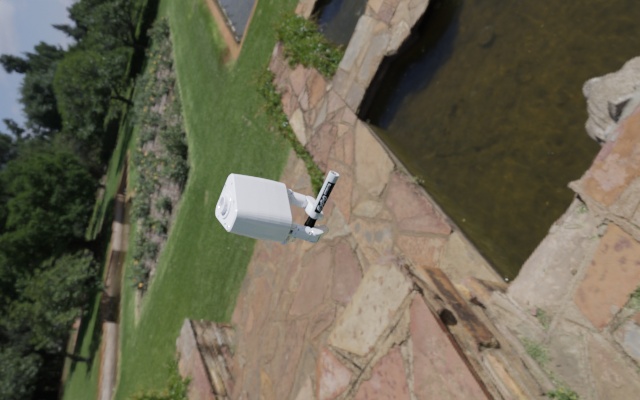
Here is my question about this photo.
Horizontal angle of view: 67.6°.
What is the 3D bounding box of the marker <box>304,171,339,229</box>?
[{"bbox_3d":[0.000,0.003,0.857,0.020,0.121,0.020,22,23,-10],"label":"marker"}]
